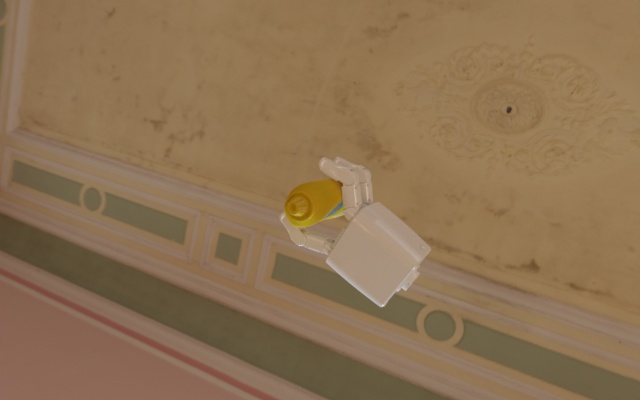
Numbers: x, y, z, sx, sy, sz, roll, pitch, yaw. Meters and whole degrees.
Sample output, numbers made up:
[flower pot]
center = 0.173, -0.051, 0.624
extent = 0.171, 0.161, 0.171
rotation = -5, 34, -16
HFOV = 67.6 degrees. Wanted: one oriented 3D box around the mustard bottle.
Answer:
[mustard bottle]
center = 0.000, 0.002, 0.702
extent = 0.096, 0.058, 0.191
rotation = -29, -6, 22
